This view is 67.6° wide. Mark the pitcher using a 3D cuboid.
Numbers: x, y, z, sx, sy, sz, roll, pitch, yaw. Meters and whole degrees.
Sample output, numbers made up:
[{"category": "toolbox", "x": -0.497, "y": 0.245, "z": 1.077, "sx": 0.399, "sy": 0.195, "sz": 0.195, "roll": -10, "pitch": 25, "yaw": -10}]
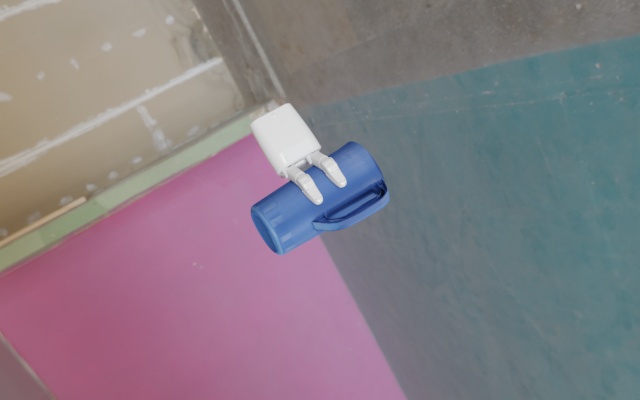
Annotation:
[{"category": "pitcher", "x": 0.000, "y": 0.003, "z": 0.899, "sx": 0.243, "sy": 0.145, "sz": 0.149, "roll": -32, "pitch": -5, "yaw": -18}]
